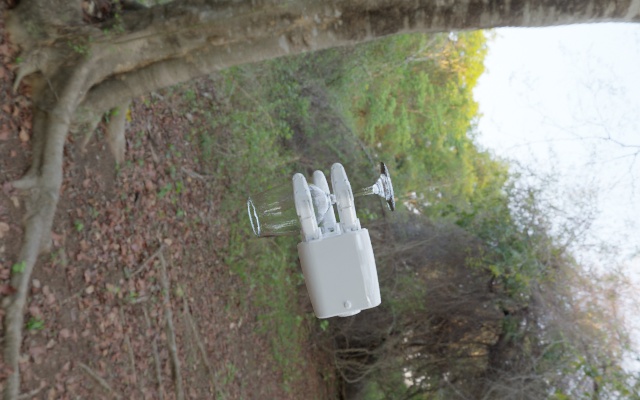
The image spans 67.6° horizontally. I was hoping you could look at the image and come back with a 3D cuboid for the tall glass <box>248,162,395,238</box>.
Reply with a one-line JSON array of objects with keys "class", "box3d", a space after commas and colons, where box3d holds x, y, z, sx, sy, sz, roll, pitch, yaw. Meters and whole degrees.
[{"class": "tall glass", "box3d": [0.001, 0.002, 0.690, 0.201, 0.079, 0.079, -13, 0, 0]}]
